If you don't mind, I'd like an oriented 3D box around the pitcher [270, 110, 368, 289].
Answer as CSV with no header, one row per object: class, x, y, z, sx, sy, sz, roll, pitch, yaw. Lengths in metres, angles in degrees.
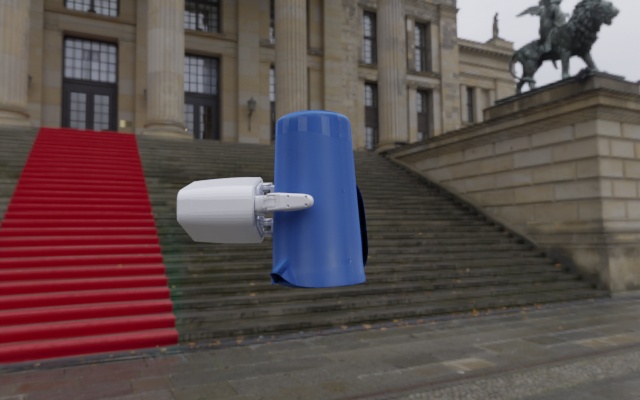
pitcher,0.000,0.002,0.689,0.145,0.243,0.149,-2,-4,0
